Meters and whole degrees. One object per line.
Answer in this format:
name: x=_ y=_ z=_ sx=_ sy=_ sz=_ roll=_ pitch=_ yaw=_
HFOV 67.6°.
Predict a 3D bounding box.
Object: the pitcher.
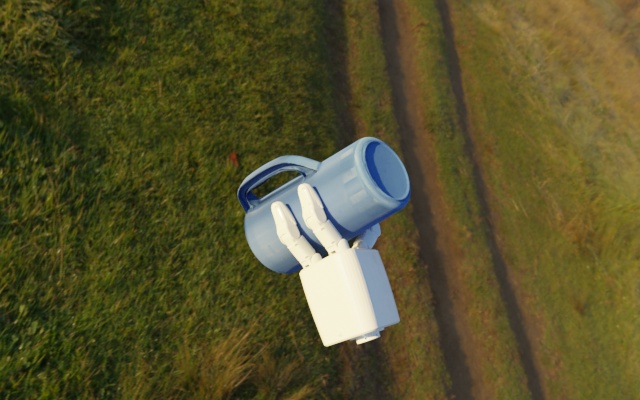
pitcher: x=0.000 y=0.002 z=0.696 sx=0.149 sy=0.145 sz=0.243 roll=1 pitch=-25 yaw=-46
